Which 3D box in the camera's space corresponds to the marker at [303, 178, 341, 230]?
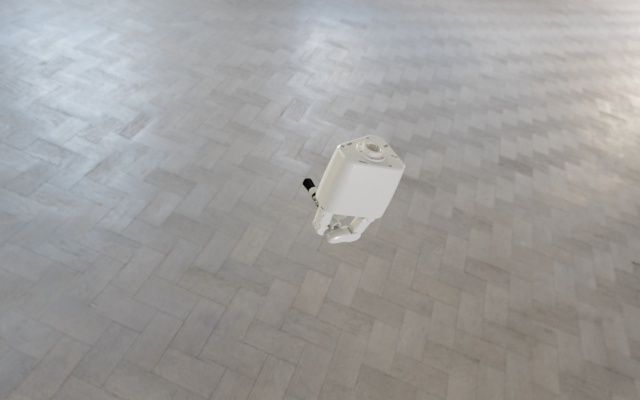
[{"bbox_3d":[0.000,0.003,0.847,0.020,0.020,0.121,0,43,-38],"label":"marker"}]
